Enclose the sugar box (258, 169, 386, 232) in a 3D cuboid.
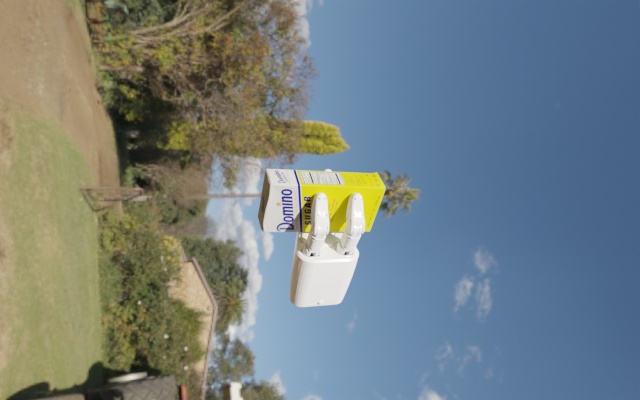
[{"bbox_3d":[0.000,0.003,0.717,0.176,0.093,0.048,-1,40,-19],"label":"sugar box"}]
